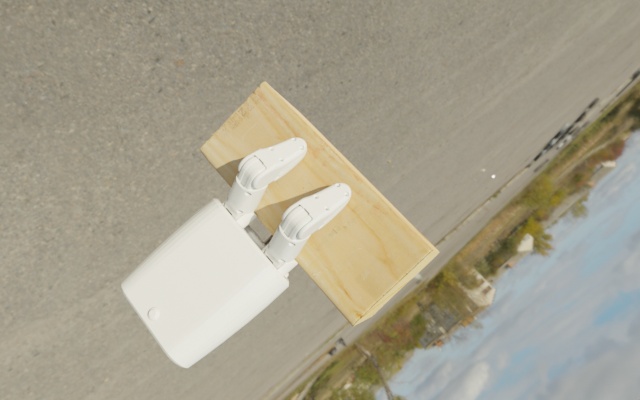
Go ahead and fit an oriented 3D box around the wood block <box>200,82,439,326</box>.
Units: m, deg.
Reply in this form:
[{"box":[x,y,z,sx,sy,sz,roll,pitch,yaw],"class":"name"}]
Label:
[{"box":[0.000,0.002,0.436,0.206,0.090,0.091,47,7,17],"class":"wood block"}]
